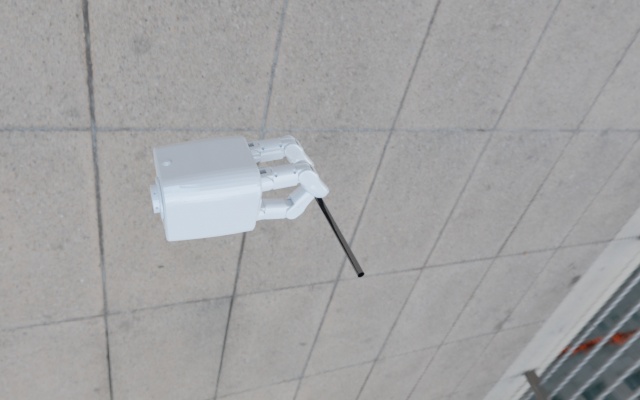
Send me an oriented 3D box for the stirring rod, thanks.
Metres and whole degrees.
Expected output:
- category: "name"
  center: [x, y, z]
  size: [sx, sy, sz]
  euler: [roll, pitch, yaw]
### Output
- category: "stirring rod"
  center: [0.000, 0.002, 0.584]
  size: [0.011, 0.011, 0.239]
  euler: [0, 39, -27]
